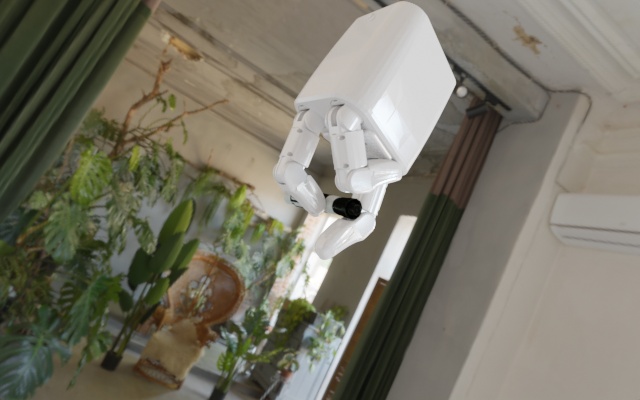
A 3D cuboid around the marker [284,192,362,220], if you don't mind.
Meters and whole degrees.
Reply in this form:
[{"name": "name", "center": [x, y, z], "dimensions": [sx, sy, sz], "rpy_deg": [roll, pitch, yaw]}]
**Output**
[{"name": "marker", "center": [0.000, 0.002, 0.457], "dimensions": [0.020, 0.020, 0.121], "rpy_deg": [0, 6, -31]}]
